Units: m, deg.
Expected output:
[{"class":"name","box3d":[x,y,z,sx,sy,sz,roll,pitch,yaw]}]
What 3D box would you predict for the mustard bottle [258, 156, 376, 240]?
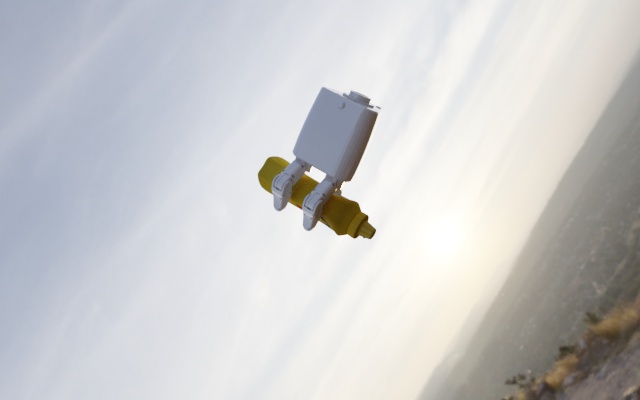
[{"class":"mustard bottle","box3d":[0.000,0.003,0.722,0.191,0.058,0.096,31,-6,20]}]
